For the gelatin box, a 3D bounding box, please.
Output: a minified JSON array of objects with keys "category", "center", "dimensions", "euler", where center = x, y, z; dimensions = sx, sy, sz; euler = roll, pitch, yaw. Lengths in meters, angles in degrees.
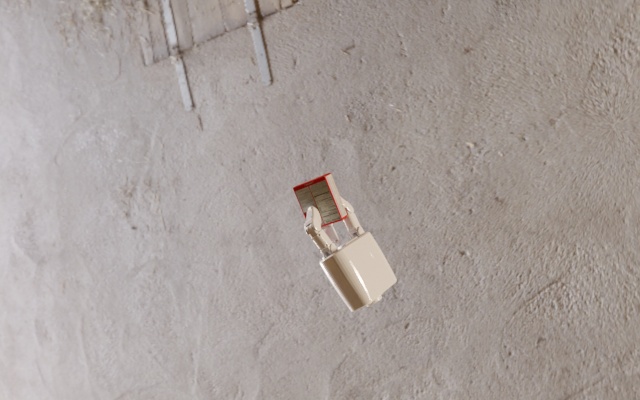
[{"category":"gelatin box","center":[0.000,0.003,0.875],"dimensions":[0.073,0.089,0.030],"euler":[-20,6,30]}]
